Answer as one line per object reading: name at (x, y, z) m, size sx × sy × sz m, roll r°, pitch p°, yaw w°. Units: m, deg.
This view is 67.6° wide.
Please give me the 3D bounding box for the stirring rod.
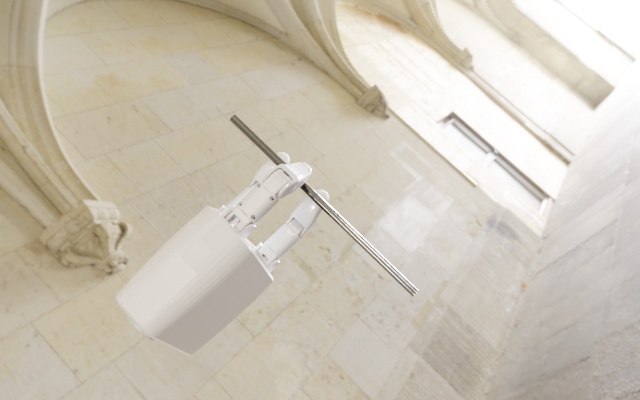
stirring rod at (0.000, 0.002, 0.449) m, size 0.239 × 0.011 × 0.011 m, roll 44°, pitch 8°, yaw 9°
